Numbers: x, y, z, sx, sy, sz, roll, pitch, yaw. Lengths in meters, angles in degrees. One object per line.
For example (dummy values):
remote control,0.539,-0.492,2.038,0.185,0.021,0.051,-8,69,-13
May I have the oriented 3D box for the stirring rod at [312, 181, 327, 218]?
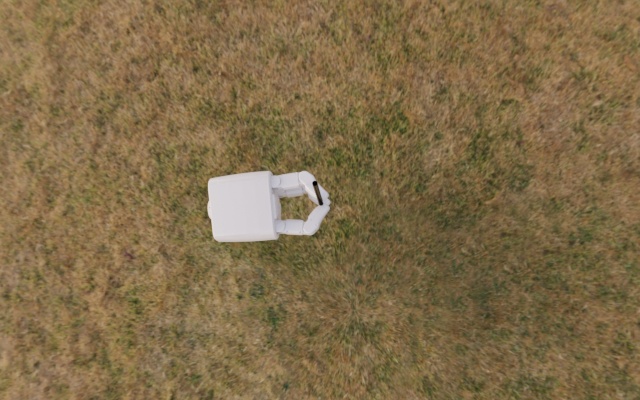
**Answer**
stirring rod,0.000,0.003,0.794,0.011,0.011,0.239,0,-13,4
